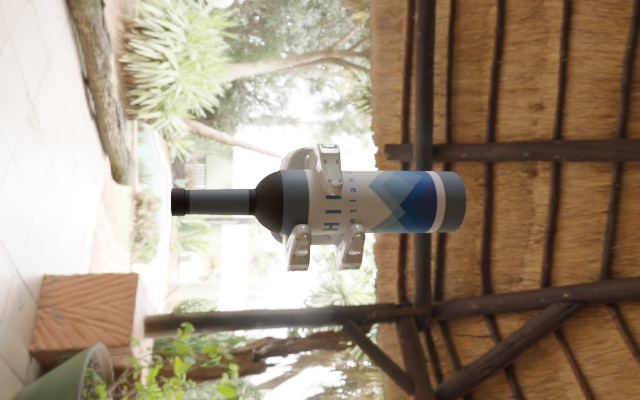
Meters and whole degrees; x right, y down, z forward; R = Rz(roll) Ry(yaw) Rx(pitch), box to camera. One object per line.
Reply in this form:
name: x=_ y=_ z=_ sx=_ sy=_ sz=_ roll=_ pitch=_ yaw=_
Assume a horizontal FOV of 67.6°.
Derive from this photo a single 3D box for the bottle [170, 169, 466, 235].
bottle: x=0.000 y=0.002 z=0.491 sx=0.296 sy=0.069 sz=0.069 roll=0 pitch=0 yaw=-13
